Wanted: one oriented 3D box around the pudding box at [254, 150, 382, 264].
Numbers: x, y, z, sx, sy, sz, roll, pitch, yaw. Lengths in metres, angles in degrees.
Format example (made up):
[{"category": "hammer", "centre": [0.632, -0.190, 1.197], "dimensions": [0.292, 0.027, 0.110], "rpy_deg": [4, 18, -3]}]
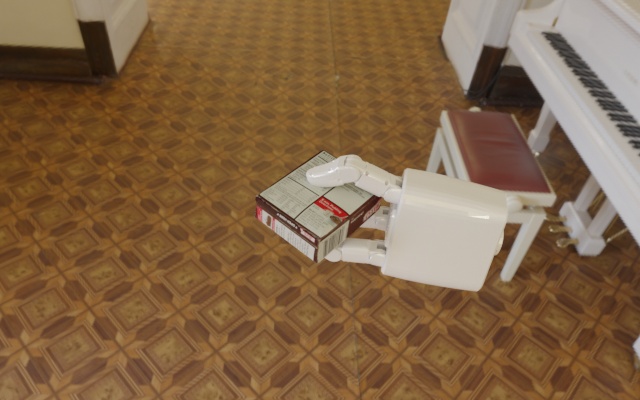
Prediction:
[{"category": "pudding box", "centre": [0.000, 0.002, 0.510], "dimensions": [0.090, 0.039, 0.113], "rpy_deg": [33, 48, 24]}]
